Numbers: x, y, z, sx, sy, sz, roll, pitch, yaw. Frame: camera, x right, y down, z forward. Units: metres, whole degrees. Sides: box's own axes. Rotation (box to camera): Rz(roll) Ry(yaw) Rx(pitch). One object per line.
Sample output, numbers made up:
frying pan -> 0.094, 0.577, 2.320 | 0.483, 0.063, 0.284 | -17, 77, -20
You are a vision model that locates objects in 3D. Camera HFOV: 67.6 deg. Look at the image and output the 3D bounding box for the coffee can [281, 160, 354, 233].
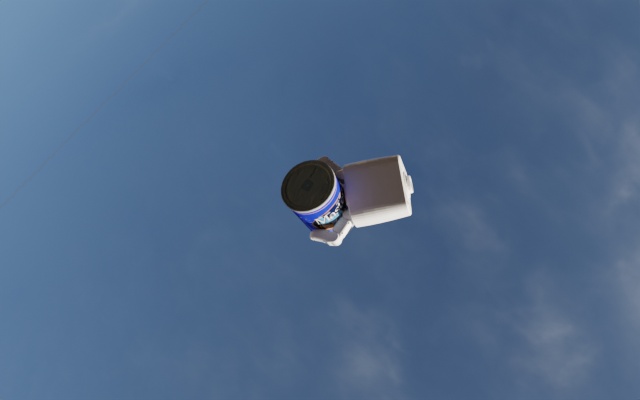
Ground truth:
coffee can -> 0.000, 0.003, 0.896 | 0.103, 0.102, 0.140 | 0, -25, 22
